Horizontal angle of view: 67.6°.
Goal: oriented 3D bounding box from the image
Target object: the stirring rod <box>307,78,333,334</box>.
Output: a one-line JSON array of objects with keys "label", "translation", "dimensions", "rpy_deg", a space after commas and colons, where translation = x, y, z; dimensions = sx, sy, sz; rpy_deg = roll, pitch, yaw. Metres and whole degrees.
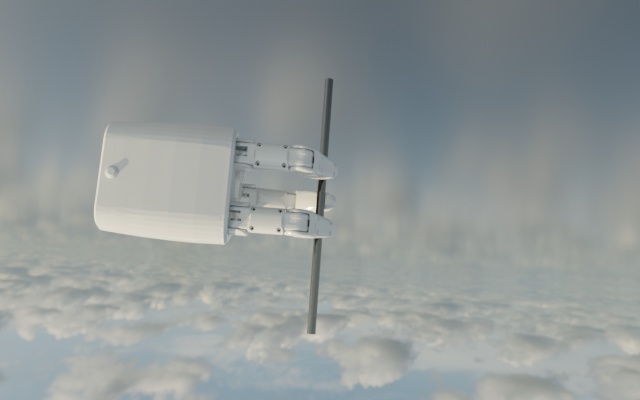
[{"label": "stirring rod", "translation": [0.000, 0.001, 0.447], "dimensions": [0.011, 0.239, 0.011], "rpy_deg": [4, -8, 1]}]
